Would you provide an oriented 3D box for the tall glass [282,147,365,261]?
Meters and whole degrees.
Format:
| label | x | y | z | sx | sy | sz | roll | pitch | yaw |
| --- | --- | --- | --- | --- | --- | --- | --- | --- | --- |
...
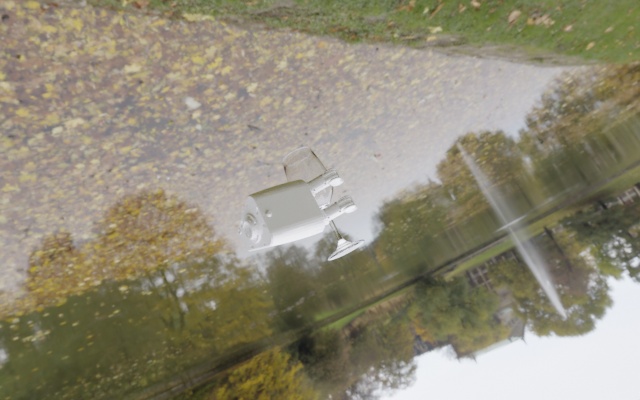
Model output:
| label | x | y | z | sx | sy | sz | roll | pitch | yaw |
| --- | --- | --- | --- | --- | --- | --- | --- | --- | --- |
| tall glass | 0.001 | 0.003 | 0.863 | 0.079 | 0.201 | 0.079 | -25 | -15 | -7 |
